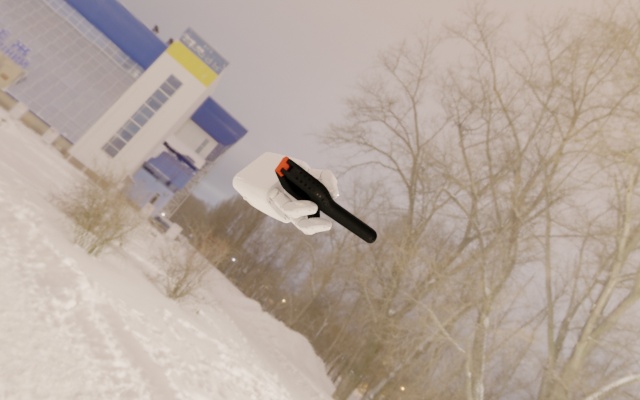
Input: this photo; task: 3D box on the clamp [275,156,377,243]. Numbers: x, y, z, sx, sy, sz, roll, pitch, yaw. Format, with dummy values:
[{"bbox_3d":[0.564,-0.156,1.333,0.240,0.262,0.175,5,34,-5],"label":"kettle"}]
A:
[{"bbox_3d":[0.000,0.002,0.816,0.164,0.036,0.210,16,-24,40],"label":"clamp"}]
